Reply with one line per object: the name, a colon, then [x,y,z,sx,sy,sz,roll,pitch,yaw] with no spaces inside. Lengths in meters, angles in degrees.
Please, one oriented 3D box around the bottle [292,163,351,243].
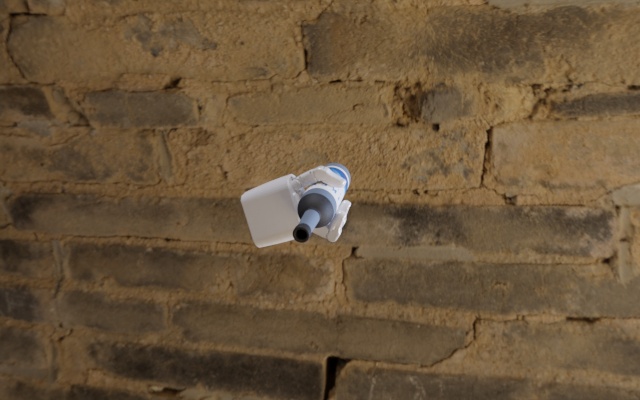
bottle: [0.000,0.003,0.866,0.069,0.069,0.295,0,20,13]
